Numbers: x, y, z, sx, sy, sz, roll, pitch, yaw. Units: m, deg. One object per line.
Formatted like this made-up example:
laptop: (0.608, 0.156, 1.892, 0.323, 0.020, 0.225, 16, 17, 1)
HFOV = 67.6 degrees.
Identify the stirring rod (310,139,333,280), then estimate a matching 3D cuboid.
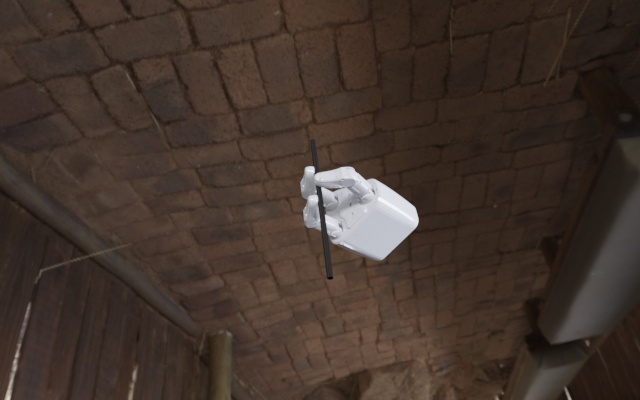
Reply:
stirring rod: (0.000, 0.002, 0.668, 0.011, 0.239, 0.011, -5, -37, -3)
